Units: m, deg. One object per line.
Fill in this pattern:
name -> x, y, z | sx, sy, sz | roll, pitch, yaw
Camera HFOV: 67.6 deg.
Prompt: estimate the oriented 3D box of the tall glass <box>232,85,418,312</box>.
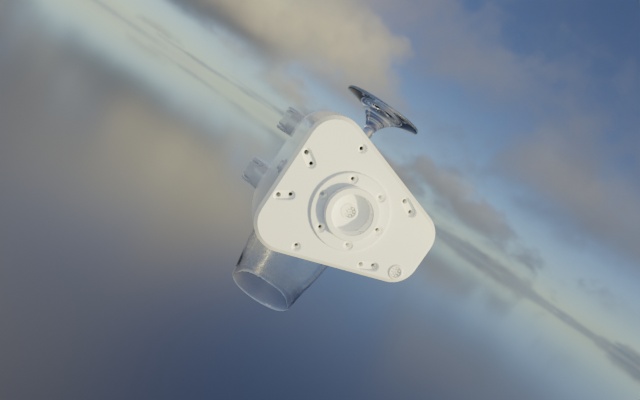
tall glass -> 0.000, 0.001, 0.431 | 0.079, 0.201, 0.079 | 34, 5, -3
